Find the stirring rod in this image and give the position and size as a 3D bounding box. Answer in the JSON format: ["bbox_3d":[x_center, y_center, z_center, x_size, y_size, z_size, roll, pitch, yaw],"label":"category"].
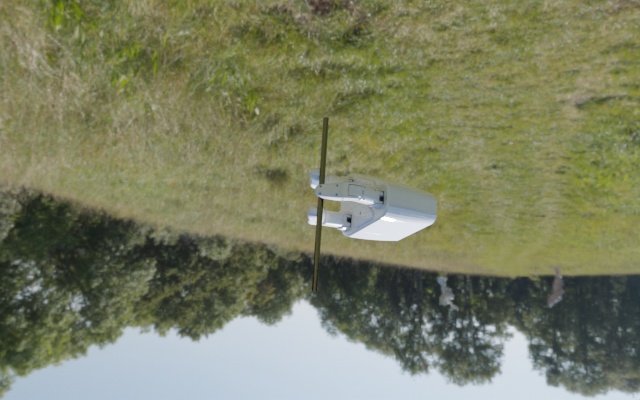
[{"bbox_3d":[0.000,0.002,0.651,0.011,0.239,0.011,4,-10,1],"label":"stirring rod"}]
